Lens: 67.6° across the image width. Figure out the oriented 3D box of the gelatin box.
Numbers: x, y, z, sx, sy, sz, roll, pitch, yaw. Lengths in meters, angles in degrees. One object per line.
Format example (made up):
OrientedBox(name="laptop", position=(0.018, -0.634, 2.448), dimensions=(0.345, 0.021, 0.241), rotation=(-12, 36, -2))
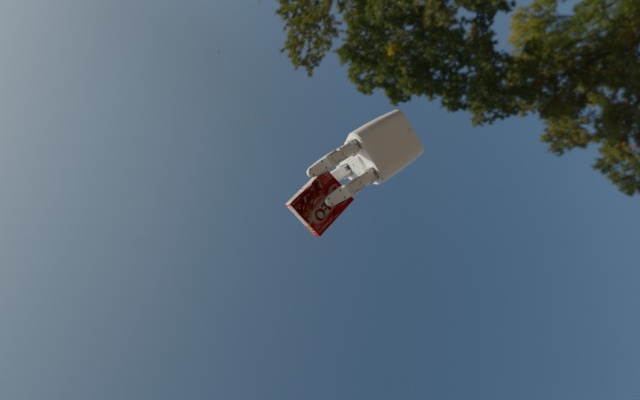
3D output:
OrientedBox(name="gelatin box", position=(0.000, 0.003, 0.779), dimensions=(0.089, 0.073, 0.030), rotation=(-46, 12, -17))
